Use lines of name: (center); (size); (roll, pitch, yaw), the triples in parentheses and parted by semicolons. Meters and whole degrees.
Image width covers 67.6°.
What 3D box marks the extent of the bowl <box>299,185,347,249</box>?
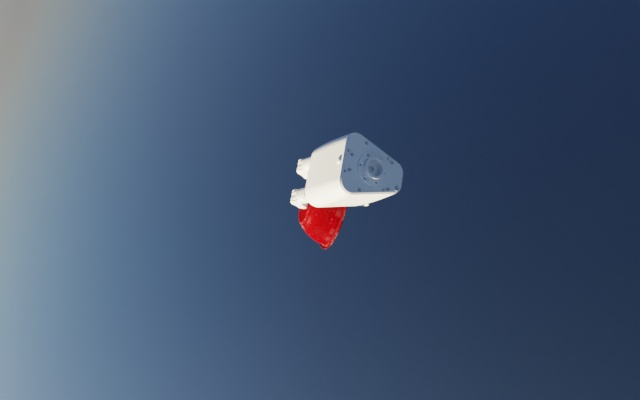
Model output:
bowl: (-0.001, 0.003, 0.859); (0.055, 0.162, 0.162); (14, -3, -13)
